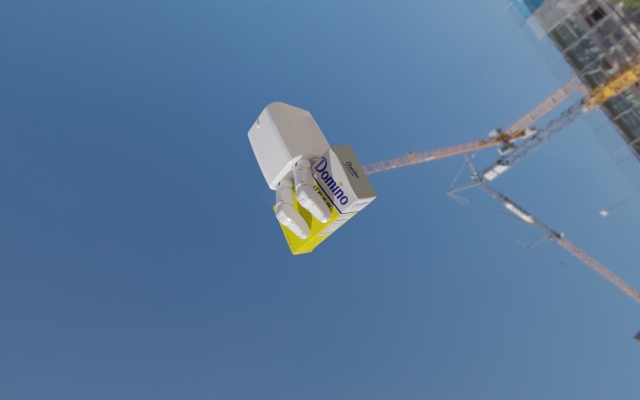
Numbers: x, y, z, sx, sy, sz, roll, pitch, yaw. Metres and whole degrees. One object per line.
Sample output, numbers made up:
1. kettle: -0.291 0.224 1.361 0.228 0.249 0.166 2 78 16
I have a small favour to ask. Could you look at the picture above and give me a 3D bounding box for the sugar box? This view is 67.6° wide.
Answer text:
1. sugar box: 0.000 0.002 0.729 0.048 0.093 0.176 -9 -26 -40
